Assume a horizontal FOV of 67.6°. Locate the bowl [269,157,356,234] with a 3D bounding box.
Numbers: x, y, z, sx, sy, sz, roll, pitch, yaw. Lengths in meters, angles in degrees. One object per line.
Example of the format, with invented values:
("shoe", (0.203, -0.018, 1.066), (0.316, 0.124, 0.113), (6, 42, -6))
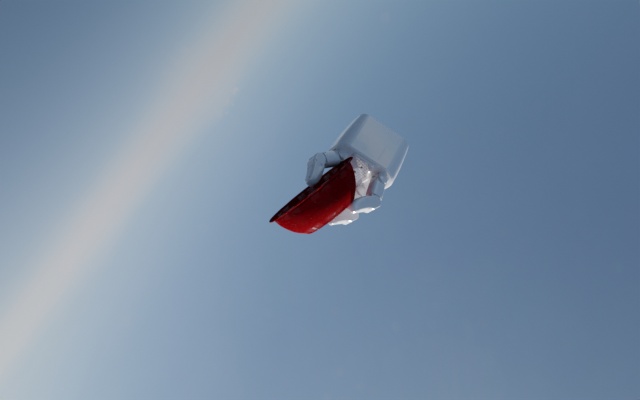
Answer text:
("bowl", (0.000, 0.004, 0.734), (0.162, 0.055, 0.162), (-37, 5, 4))
